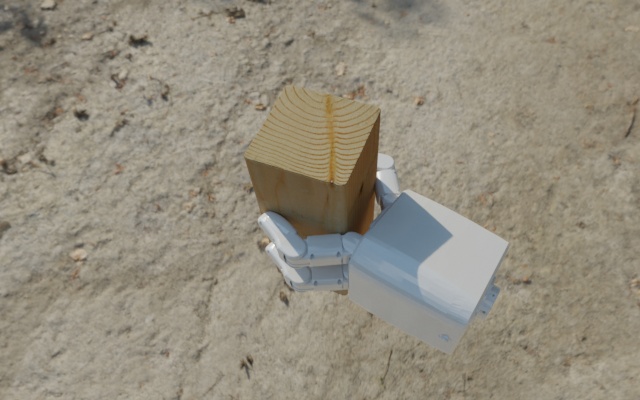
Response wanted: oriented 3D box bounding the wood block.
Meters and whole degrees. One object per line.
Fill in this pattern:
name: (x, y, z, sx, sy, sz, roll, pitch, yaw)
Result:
wood block: (0.001, 0.001, 0.473, 0.090, 0.090, 0.206, 17, -32, 15)
